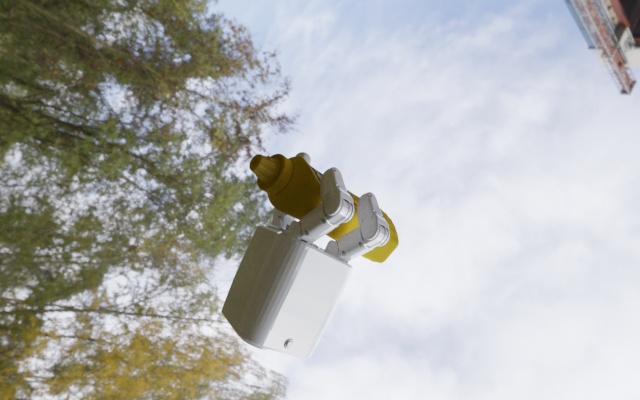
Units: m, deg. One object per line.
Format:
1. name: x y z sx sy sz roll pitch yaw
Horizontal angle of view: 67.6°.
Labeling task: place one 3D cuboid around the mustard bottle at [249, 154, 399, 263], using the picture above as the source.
1. mustard bottle: 0.000 0.002 0.520 0.192 0.058 0.096 31 15 -39
